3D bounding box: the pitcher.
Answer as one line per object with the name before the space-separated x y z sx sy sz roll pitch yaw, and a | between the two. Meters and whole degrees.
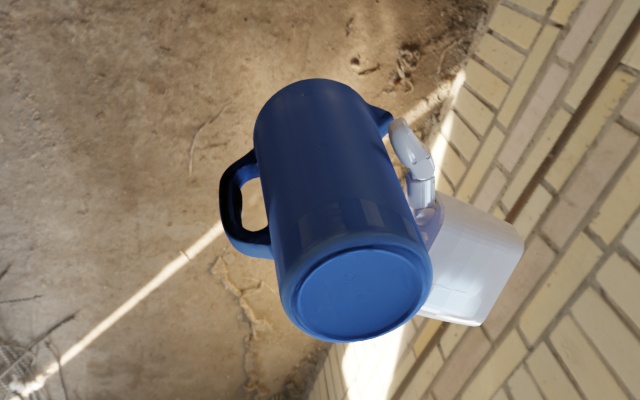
pitcher | 0.000 0.001 0.420 0.145 0.149 0.242 21 29 -22
